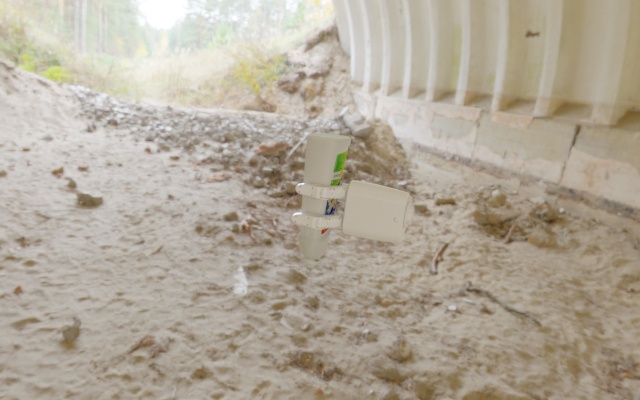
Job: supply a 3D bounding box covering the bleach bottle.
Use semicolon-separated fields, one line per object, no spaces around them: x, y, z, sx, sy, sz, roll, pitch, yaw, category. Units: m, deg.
0.000;0.003;0.896;0.068;0.251;0.102;12;14;18;bleach bottle
